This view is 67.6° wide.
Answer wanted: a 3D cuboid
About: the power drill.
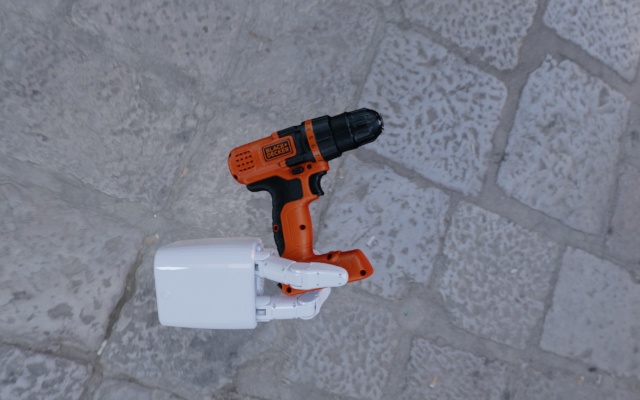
[{"bbox_3d":[0.000,0.002,0.540,0.184,0.187,0.057,-16,-6,13],"label":"power drill"}]
